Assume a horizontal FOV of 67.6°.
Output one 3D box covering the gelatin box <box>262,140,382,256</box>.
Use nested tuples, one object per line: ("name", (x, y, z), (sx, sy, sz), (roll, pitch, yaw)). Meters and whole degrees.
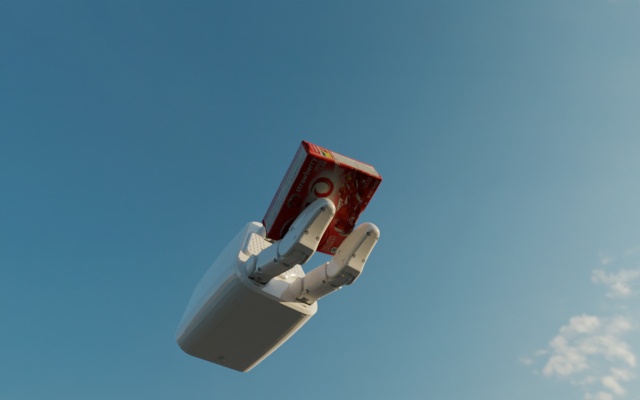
("gelatin box", (0.000, 0.001, 0.417), (0.073, 0.089, 0.030), (18, 23, -25))
